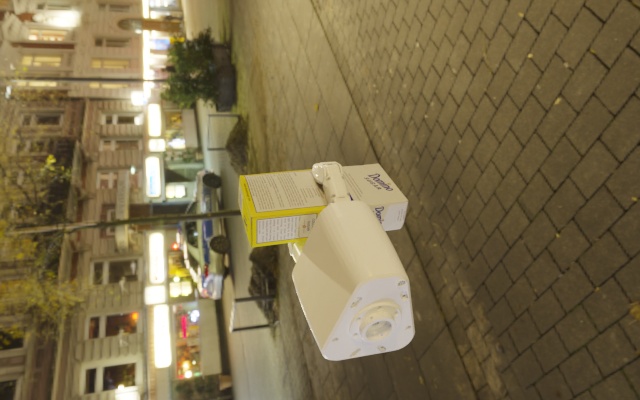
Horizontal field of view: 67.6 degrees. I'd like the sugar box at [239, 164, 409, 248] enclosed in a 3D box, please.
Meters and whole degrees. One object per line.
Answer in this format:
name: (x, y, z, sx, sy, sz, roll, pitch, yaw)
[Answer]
sugar box: (0.000, 0.002, 0.545, 0.176, 0.048, 0.093, -3, 33, -17)
